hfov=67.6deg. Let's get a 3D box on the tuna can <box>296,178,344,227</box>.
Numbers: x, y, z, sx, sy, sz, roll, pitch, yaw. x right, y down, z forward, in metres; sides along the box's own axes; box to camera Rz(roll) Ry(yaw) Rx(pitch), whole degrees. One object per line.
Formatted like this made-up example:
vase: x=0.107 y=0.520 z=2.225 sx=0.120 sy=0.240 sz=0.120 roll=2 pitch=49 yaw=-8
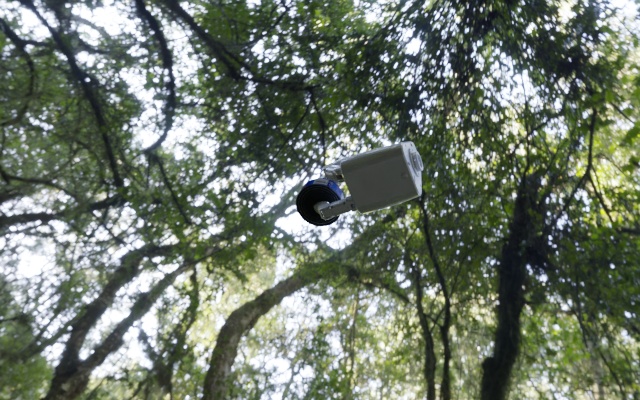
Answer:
tuna can: x=0.000 y=0.003 z=0.871 sx=0.086 sy=0.086 sz=0.033 roll=0 pitch=26 yaw=13
